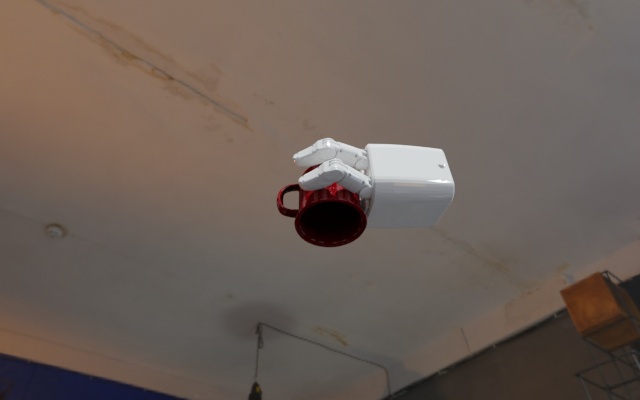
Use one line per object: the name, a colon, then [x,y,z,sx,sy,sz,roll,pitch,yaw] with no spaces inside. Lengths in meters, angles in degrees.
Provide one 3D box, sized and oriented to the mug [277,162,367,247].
mug: [-0.001,0.002,0.638,0.117,0.081,0.093,2,-45,-4]
